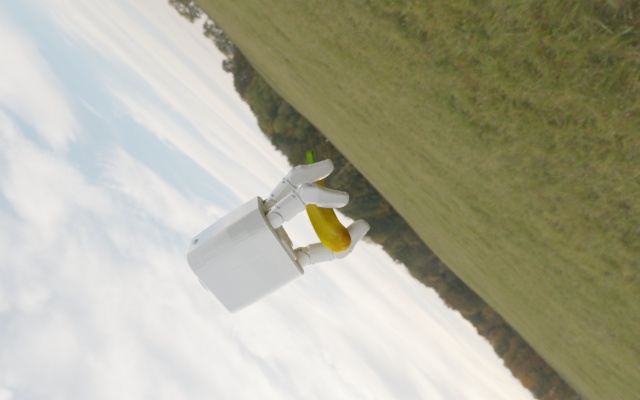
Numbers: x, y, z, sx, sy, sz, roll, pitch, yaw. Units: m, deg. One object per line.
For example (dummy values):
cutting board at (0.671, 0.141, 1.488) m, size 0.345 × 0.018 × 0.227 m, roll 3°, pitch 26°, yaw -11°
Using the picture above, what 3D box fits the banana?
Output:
banana at (0.002, 0.014, 0.621) m, size 0.037 × 0.070 × 0.197 m, roll -17°, pitch 40°, yaw -6°
